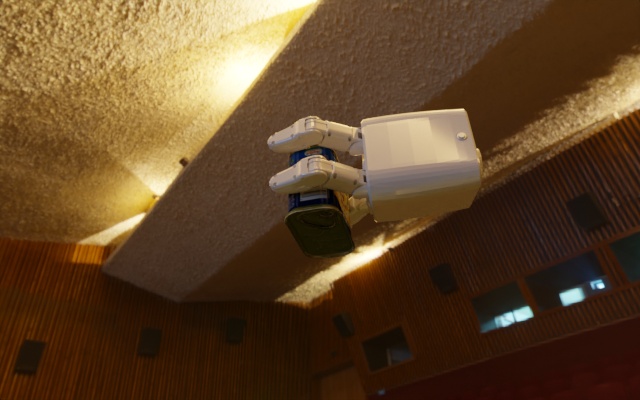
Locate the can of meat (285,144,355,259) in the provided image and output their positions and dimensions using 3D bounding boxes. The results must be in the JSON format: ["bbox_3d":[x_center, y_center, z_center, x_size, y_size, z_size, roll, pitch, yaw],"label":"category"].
[{"bbox_3d":[0.000,0.001,0.510,0.057,0.084,0.102,-9,-34,11],"label":"can of meat"}]
